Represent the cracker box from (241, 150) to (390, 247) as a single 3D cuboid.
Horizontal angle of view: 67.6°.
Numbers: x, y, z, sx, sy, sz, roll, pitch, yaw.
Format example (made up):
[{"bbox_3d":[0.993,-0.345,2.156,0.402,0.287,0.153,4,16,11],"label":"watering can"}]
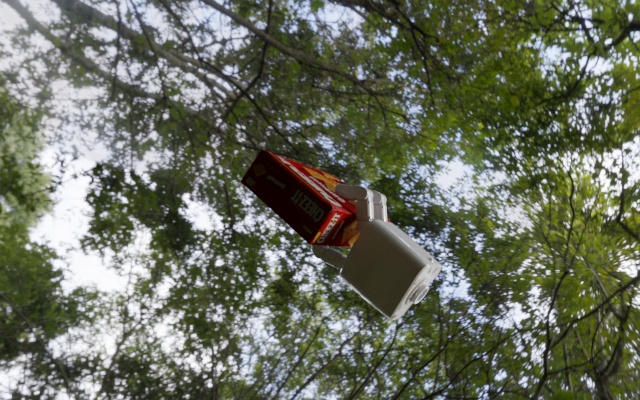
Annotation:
[{"bbox_3d":[0.000,0.003,0.784,0.164,0.072,0.214,39,12,28],"label":"cracker box"}]
